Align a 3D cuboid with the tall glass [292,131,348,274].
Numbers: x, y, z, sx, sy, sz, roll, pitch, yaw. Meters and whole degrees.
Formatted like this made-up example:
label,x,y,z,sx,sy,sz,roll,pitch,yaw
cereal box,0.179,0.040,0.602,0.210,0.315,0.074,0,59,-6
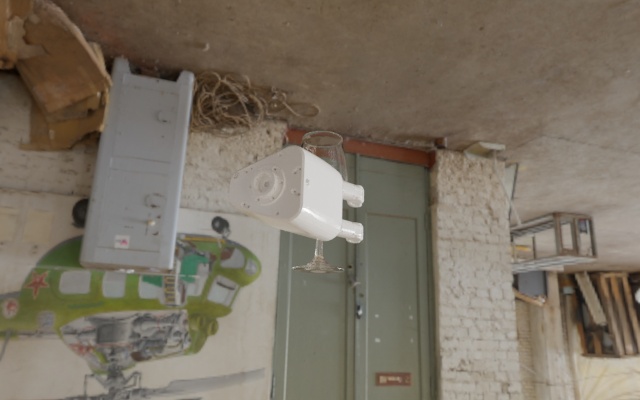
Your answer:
label,x,y,z,sx,sy,sz,roll,pitch,yaw
tall glass,0.000,0.003,0.699,0.079,0.201,0.079,2,-15,0
